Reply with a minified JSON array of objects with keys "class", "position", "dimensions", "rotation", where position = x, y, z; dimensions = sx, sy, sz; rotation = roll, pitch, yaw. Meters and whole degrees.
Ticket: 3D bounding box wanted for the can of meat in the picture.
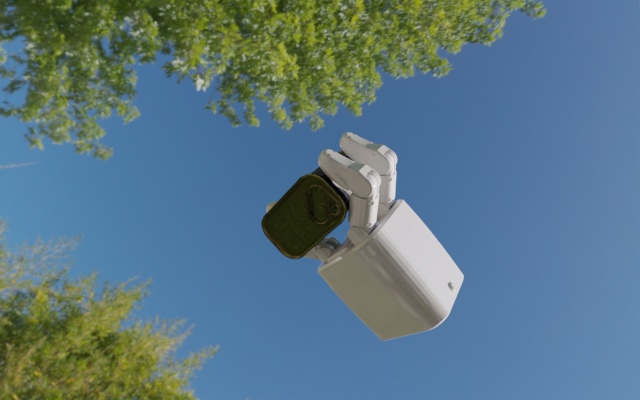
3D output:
[{"class":"can of meat","position":[0.000,0.001,0.492],"dimensions":[0.102,0.057,0.084],"rotation":[-44,-2,38]}]
